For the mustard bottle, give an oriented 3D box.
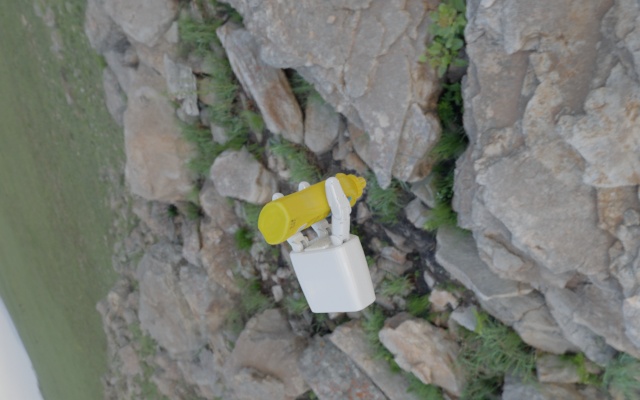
[{"bbox_3d":[0.000,0.002,0.744,0.191,0.058,0.096,-24,-15,-35],"label":"mustard bottle"}]
